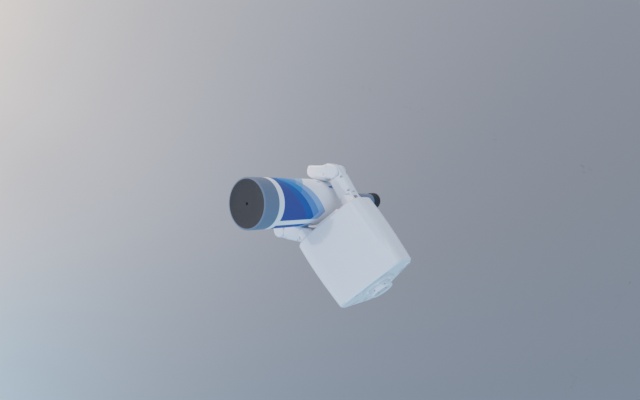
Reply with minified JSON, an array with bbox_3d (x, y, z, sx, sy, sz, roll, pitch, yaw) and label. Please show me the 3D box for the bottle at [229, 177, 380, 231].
[{"bbox_3d":[0.000,0.002,0.701,0.069,0.069,0.296,0,1,38],"label":"bottle"}]
